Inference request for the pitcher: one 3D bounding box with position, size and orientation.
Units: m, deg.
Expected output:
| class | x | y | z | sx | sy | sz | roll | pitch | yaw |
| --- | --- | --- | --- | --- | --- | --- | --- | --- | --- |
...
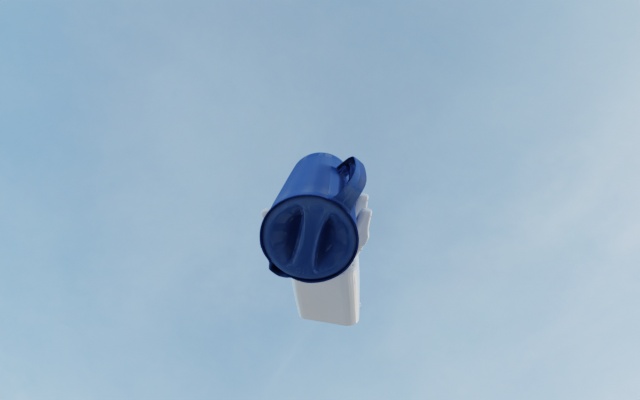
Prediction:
| class | x | y | z | sx | sy | sz | roll | pitch | yaw |
| --- | --- | --- | --- | --- | --- | --- | --- | --- | --- |
| pitcher | 0.000 | 0.003 | 0.735 | 0.149 | 0.145 | 0.242 | -5 | 23 | 7 |
